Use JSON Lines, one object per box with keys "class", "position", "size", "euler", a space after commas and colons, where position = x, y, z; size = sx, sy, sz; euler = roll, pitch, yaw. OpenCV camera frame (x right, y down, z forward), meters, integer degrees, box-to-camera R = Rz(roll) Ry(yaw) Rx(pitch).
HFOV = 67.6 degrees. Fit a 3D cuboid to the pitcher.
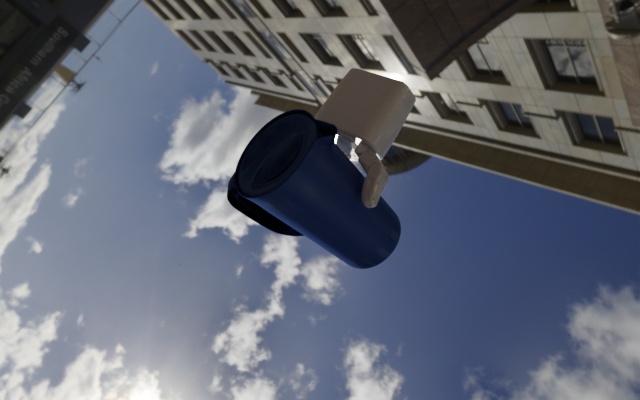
{"class": "pitcher", "position": [0.000, 0.002, 0.666], "size": [0.149, 0.145, 0.243], "euler": [21, -16, 50]}
